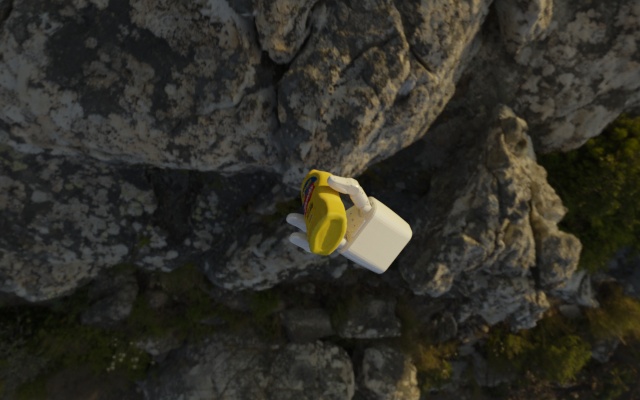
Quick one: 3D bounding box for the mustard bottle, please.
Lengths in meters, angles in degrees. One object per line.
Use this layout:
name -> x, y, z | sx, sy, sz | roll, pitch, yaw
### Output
mustard bottle -> 0.000, 0.003, 0.866 | 0.058, 0.096, 0.191 | 10, 34, -16
